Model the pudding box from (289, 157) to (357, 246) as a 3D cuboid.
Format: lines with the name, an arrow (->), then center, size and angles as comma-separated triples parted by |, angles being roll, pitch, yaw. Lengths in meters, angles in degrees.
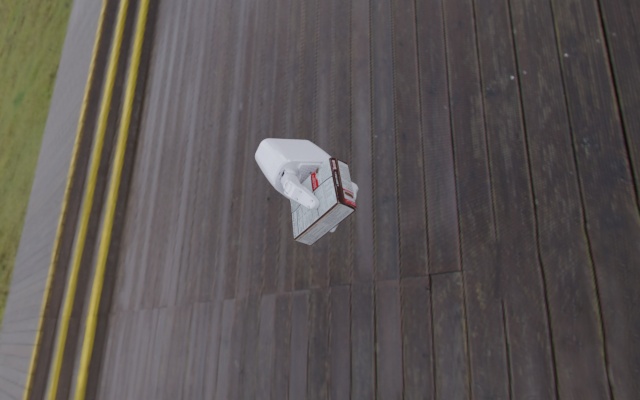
pudding box -> 0.000, 0.002, 0.722 | 0.039, 0.090, 0.113 | 18, -44, -33
